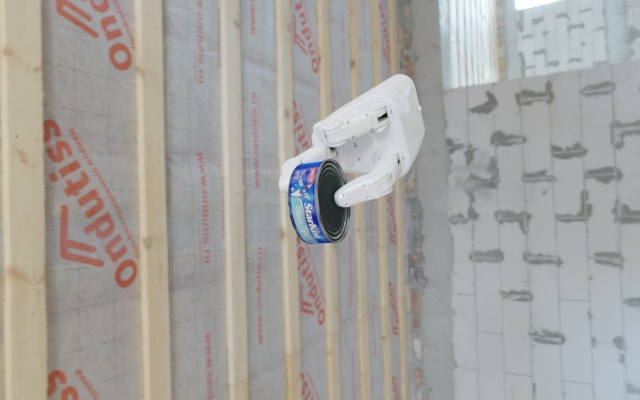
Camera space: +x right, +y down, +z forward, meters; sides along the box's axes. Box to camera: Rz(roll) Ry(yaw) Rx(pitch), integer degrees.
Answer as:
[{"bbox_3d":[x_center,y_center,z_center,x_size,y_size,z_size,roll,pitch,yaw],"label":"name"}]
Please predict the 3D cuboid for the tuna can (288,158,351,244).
[{"bbox_3d":[0.000,0.002,0.486,0.034,0.086,0.086,-5,-2,24],"label":"tuna can"}]
